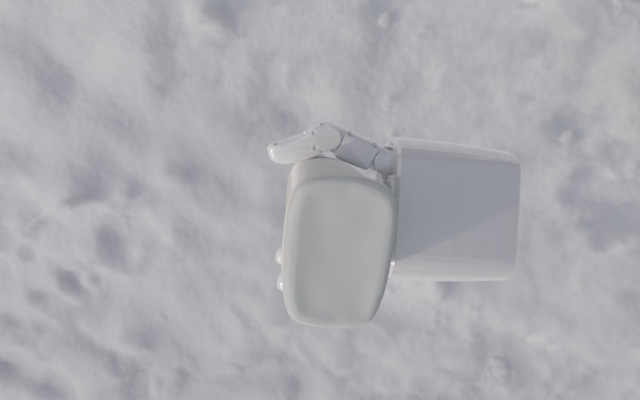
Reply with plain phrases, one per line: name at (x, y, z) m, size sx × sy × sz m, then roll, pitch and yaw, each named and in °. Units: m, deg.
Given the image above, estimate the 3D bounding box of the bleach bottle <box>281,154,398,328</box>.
bleach bottle at (0.000, 0.001, 0.404) m, size 0.068 × 0.102 × 0.250 m, roll 4°, pitch 16°, yaw -6°
